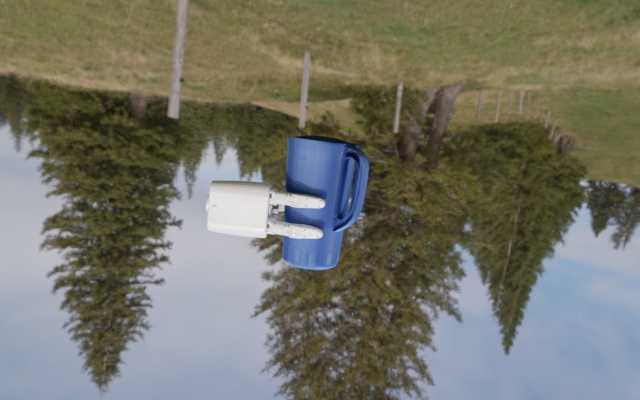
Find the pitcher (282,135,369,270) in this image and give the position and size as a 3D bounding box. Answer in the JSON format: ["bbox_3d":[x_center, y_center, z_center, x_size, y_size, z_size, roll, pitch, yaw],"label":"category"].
[{"bbox_3d":[0.000,0.003,0.890,0.145,0.243,0.149,5,8,-5],"label":"pitcher"}]
